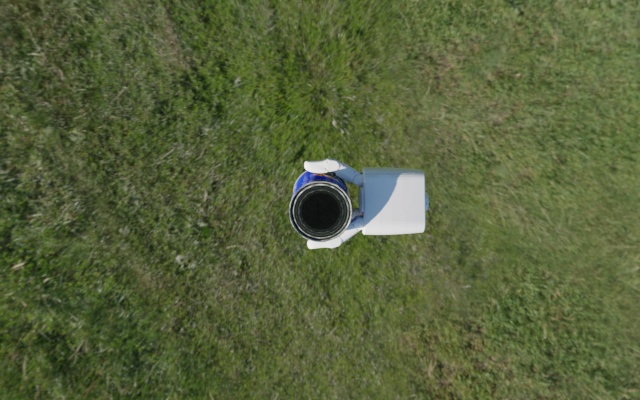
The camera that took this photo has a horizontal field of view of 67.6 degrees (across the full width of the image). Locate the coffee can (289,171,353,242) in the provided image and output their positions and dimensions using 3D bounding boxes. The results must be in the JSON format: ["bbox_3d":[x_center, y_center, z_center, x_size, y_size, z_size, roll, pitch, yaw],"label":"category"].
[{"bbox_3d":[0.000,0.003,0.833,0.103,0.103,0.140,0,13,0],"label":"coffee can"}]
